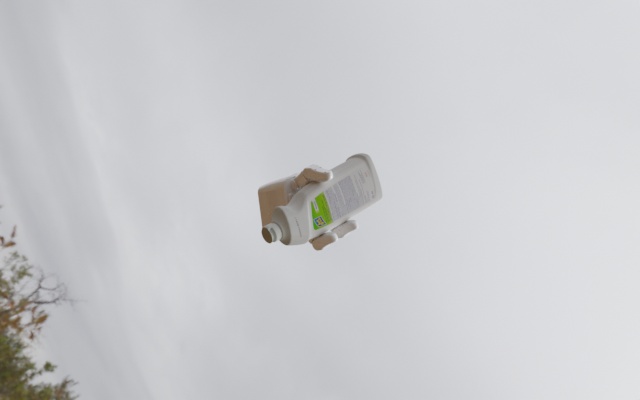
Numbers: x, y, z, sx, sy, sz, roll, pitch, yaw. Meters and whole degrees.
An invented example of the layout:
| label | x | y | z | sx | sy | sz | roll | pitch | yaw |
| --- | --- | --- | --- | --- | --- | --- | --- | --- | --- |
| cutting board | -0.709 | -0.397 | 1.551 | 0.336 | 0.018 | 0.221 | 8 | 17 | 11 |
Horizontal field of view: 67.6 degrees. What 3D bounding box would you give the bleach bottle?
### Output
| label | x | y | z | sx | sy | sz | roll | pitch | yaw |
| --- | --- | --- | --- | --- | --- | --- | --- | --- | --- |
| bleach bottle | 0.000 | 0.003 | 0.837 | 0.250 | 0.102 | 0.068 | -27 | 11 | -37 |
